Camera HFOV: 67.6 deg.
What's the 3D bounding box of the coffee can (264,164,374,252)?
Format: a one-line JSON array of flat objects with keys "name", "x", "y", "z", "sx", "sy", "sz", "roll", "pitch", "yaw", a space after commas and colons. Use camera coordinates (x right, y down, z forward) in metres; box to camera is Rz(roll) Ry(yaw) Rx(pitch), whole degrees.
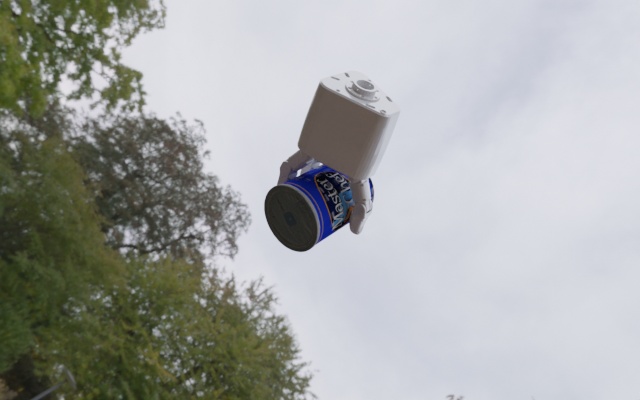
[{"name": "coffee can", "x": 0.000, "y": 0.003, "z": 0.721, "sx": 0.103, "sy": 0.103, "sz": 0.140, "roll": 0, "pitch": 21, "yaw": 42}]
